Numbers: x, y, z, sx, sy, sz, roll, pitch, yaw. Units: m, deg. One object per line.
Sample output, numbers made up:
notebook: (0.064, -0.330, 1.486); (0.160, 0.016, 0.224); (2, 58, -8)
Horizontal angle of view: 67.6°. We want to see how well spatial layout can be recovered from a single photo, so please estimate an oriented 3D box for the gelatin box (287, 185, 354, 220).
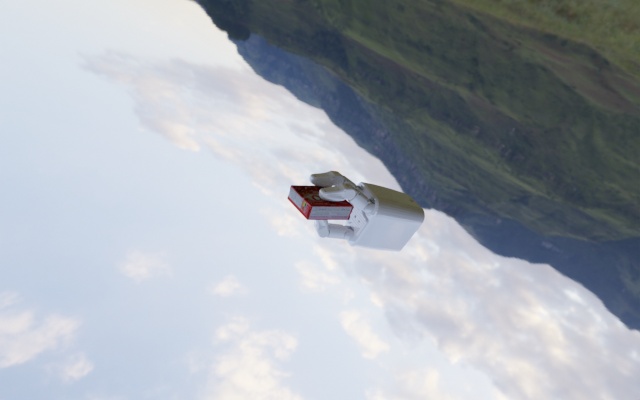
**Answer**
gelatin box: (0.000, 0.003, 0.803); (0.089, 0.030, 0.073); (1, 29, -34)
